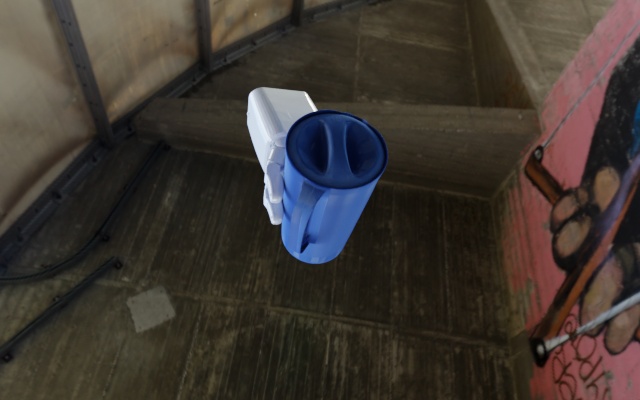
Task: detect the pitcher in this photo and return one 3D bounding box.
[{"bbox_3d":[0.000,0.002,0.697,0.149,0.145,0.243,-14,-30,-19],"label":"pitcher"}]
